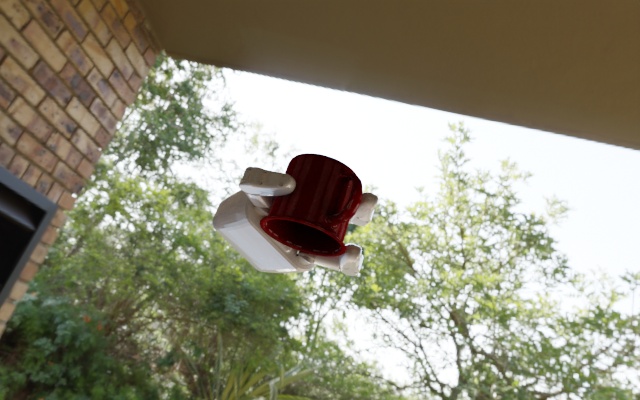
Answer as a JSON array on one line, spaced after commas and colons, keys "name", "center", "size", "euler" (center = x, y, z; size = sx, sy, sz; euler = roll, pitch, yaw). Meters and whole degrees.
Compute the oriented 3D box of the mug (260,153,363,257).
[{"name": "mug", "center": [0.001, 0.001, 0.494], "size": [0.093, 0.081, 0.117], "euler": [31, -26, -27]}]
